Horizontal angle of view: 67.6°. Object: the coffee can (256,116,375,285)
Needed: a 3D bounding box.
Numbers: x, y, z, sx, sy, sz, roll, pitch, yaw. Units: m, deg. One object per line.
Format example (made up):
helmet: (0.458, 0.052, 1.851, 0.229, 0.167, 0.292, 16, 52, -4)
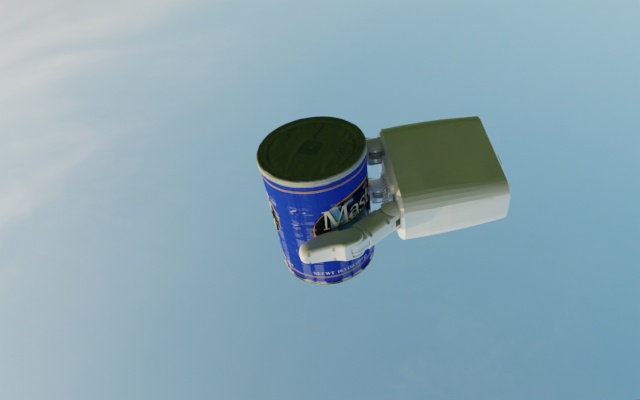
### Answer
coffee can: (0.000, 0.002, 0.484, 0.103, 0.140, 0.102, -6, 42, 5)
